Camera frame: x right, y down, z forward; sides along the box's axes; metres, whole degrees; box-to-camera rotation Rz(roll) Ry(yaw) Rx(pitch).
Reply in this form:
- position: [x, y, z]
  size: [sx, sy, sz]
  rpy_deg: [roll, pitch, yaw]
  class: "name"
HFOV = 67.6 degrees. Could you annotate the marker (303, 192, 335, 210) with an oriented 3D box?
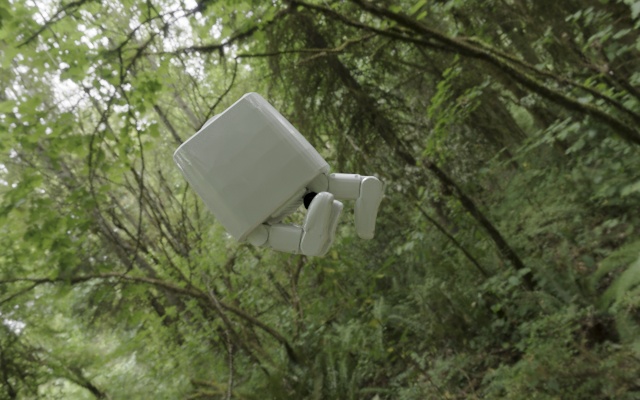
- position: [0.000, 0.002, 0.508]
  size: [0.020, 0.020, 0.121]
  rpy_deg: [0, 0, 8]
  class: "marker"
